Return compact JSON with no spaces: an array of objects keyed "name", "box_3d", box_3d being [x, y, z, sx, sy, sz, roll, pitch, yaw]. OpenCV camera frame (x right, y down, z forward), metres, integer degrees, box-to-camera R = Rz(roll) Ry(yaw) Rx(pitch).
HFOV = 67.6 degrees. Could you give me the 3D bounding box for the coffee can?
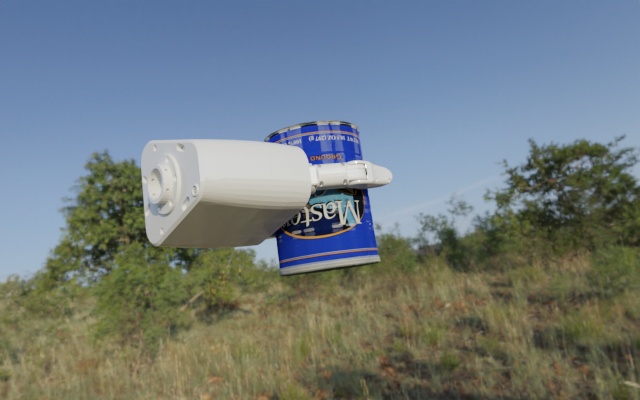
[{"name":"coffee can","box_3d":[0.000,0.002,0.493,0.103,0.140,0.103,-8,-10,-1]}]
